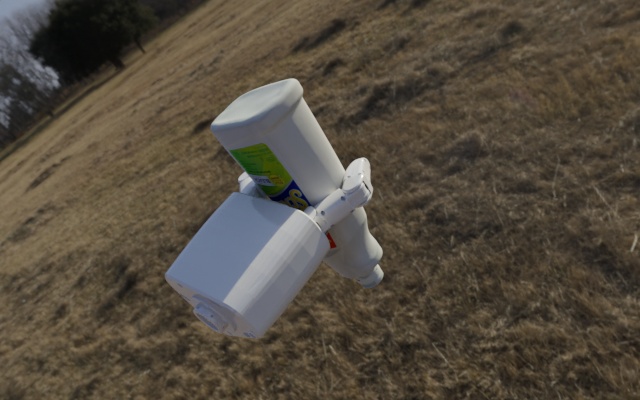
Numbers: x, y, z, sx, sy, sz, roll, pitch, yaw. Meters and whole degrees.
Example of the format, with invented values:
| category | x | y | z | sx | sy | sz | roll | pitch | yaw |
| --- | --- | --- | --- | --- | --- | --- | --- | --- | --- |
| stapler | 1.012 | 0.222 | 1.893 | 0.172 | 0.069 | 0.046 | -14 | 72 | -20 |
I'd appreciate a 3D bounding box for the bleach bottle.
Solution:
| category | x | y | z | sx | sy | sz | roll | pitch | yaw |
| --- | --- | --- | --- | --- | --- | --- | --- | --- | --- |
| bleach bottle | 0.000 | 0.002 | 0.491 | 0.102 | 0.251 | 0.068 | 1 | 45 | 49 |
